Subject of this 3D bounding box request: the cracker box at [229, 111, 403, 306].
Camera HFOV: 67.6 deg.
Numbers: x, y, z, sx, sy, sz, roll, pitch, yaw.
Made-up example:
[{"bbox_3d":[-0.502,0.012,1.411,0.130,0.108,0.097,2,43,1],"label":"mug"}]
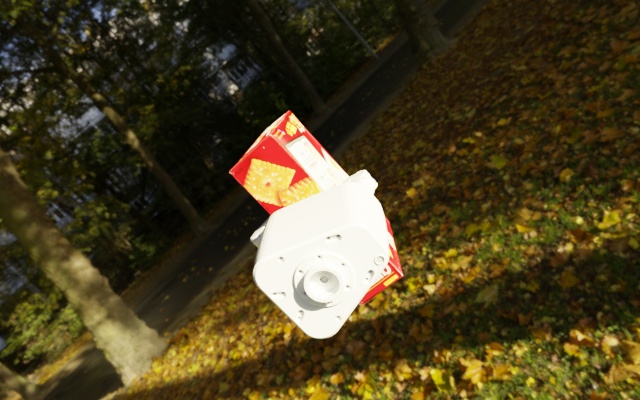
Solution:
[{"bbox_3d":[0.000,0.002,0.585,0.072,0.214,0.164,-39,13,15],"label":"cracker box"}]
